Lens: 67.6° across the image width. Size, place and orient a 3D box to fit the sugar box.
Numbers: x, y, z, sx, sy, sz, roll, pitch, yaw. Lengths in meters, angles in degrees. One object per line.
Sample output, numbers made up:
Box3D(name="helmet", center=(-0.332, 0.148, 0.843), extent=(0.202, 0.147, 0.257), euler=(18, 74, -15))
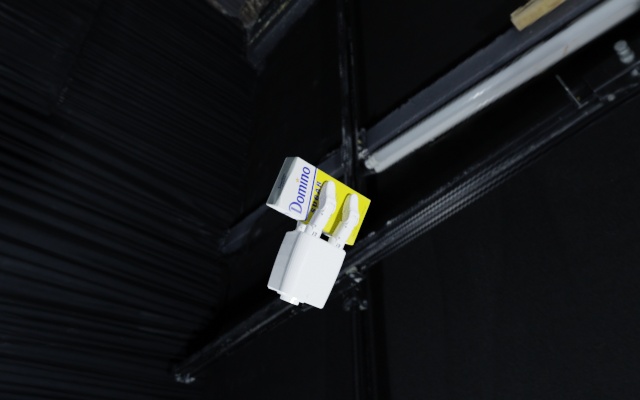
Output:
Box3D(name="sugar box", center=(0.000, 0.003, 0.843), extent=(0.176, 0.093, 0.048), euler=(29, -12, -34))
